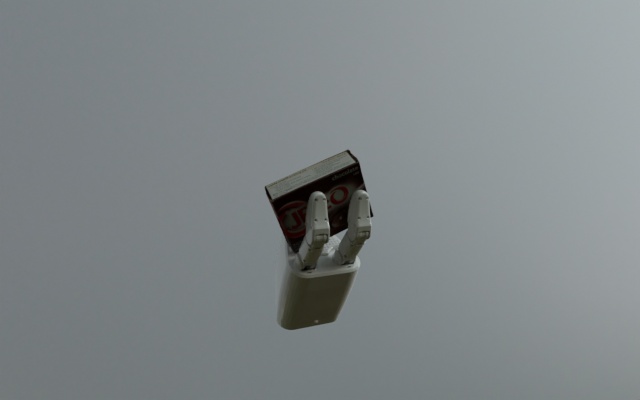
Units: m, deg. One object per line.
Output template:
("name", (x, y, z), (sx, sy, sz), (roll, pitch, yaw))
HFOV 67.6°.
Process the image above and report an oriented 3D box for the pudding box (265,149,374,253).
("pudding box", (0.000, 0.002, 0.575), (0.113, 0.090, 0.039), (-26, 41, -8))
